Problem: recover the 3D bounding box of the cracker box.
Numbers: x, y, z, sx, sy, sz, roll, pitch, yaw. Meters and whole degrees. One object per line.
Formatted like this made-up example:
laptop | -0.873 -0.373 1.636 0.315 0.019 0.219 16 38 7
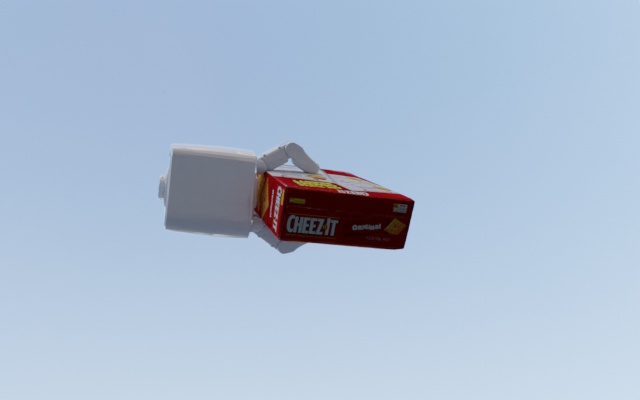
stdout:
cracker box | 0.000 0.002 0.646 0.164 0.072 0.213 5 10 -19
